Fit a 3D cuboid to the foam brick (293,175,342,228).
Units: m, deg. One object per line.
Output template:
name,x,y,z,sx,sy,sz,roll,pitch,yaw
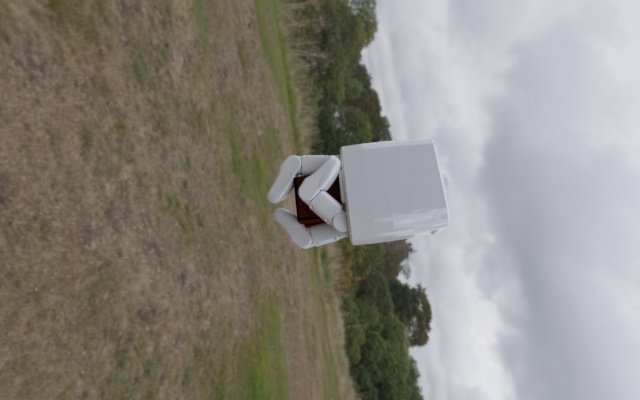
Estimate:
foam brick,0.000,0.002,0.571,0.051,0.053,0.078,-7,-9,4
